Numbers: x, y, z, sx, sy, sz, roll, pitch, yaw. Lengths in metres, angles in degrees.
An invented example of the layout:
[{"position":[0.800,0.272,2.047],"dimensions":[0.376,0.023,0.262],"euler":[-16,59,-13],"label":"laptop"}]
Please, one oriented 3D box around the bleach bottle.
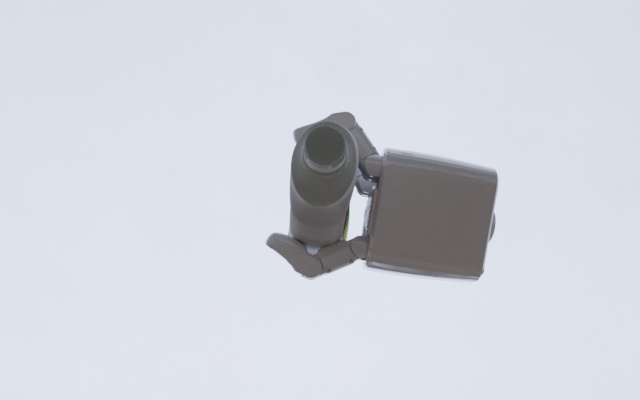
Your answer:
[{"position":[0.000,0.001,0.447],"dimensions":[0.068,0.102,0.251],"euler":[9,-14,2],"label":"bleach bottle"}]
